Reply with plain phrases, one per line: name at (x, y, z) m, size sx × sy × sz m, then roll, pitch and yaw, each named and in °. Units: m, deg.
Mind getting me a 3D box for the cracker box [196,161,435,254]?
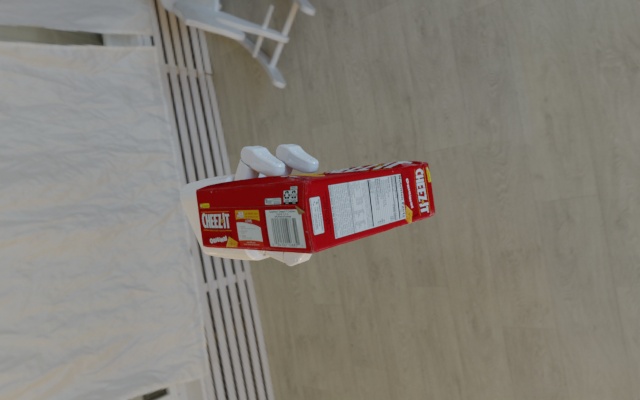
cracker box at (0.000, 0.002, 0.528) m, size 0.164 × 0.072 × 0.213 m, roll -3°, pitch 6°, yaw 42°
